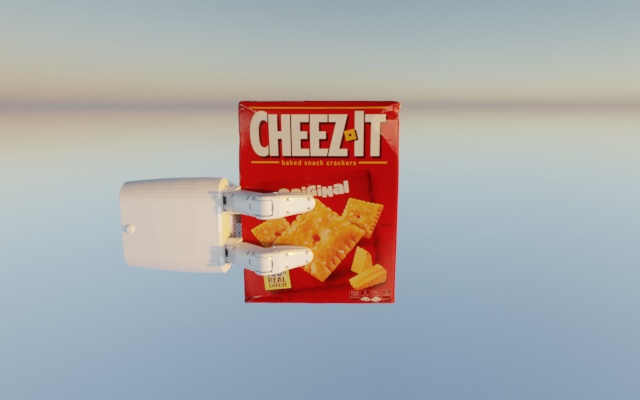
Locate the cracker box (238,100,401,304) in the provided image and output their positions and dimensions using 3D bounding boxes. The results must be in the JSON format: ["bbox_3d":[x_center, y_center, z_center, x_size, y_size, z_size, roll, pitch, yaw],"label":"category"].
[{"bbox_3d":[0.000,0.002,0.513,0.164,0.214,0.072,0,11,3],"label":"cracker box"}]
